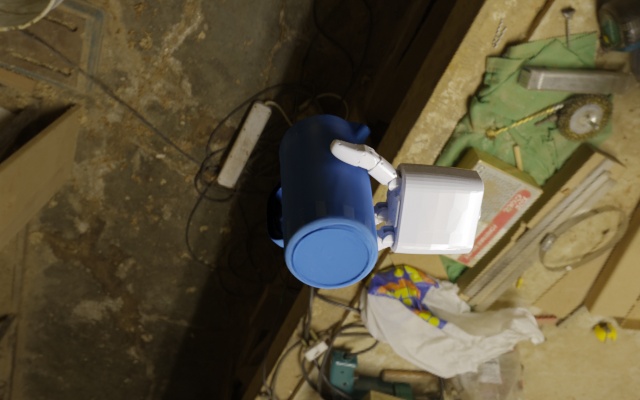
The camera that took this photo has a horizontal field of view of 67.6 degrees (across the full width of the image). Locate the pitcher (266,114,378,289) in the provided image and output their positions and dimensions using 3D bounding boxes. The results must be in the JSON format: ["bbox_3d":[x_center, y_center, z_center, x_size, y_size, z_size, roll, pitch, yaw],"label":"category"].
[{"bbox_3d":[0.000,0.002,0.635,0.145,0.149,0.242,4,35,-5],"label":"pitcher"}]
